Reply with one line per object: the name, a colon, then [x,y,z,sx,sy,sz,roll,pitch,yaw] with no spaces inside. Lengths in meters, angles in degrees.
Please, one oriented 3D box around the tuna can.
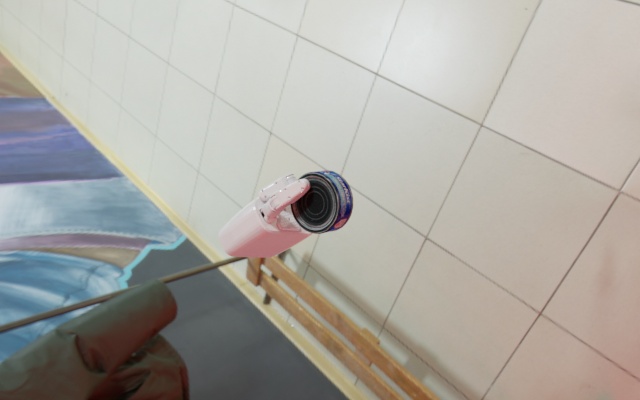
tuna can: [0.000,0.002,0.651,0.086,0.086,0.034,0,5,37]
